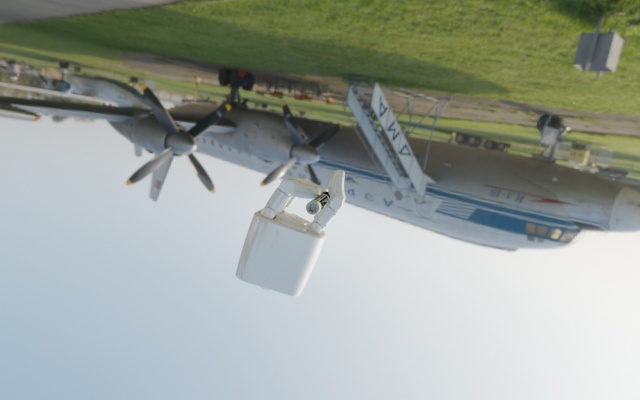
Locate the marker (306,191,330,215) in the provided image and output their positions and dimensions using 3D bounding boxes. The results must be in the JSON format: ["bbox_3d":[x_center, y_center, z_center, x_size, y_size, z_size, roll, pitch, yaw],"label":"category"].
[{"bbox_3d":[0.000,0.002,0.687,0.020,0.020,0.121,0,8,10],"label":"marker"}]
